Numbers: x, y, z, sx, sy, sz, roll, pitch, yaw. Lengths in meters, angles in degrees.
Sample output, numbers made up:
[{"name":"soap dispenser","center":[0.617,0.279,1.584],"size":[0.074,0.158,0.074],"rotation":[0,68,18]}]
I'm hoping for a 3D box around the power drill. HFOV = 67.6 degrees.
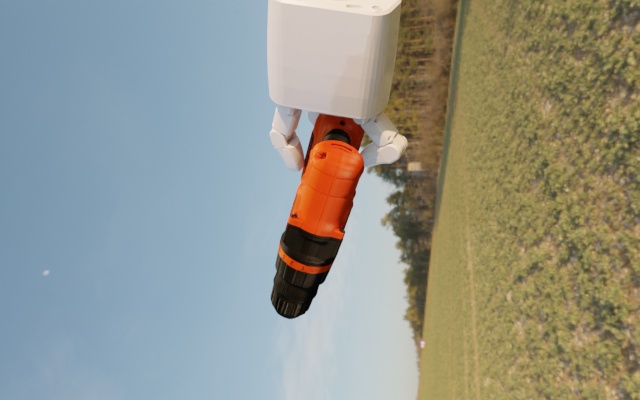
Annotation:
[{"name":"power drill","center":[0.000,0.001,0.481],"size":[0.057,0.184,0.187],"rotation":[18,30,-5]}]
